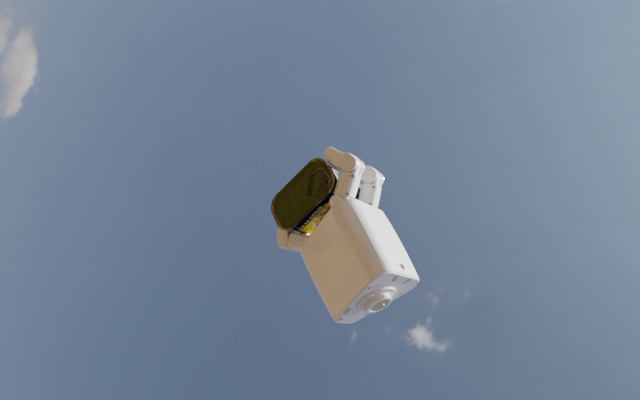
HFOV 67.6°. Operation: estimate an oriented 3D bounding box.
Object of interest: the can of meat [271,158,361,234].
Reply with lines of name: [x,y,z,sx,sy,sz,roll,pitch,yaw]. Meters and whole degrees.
can of meat: [0.000,0.002,0.634,0.102,0.057,0.084,-44,-37,20]
